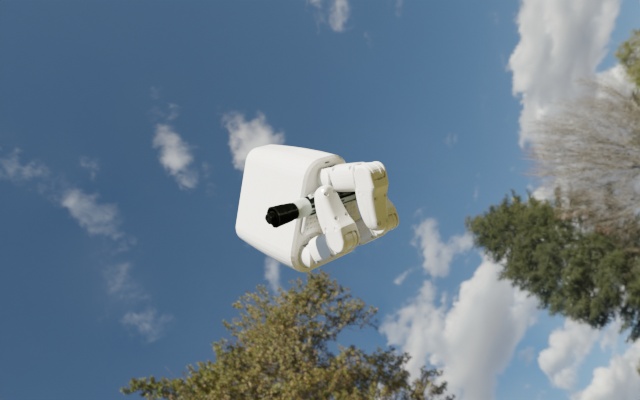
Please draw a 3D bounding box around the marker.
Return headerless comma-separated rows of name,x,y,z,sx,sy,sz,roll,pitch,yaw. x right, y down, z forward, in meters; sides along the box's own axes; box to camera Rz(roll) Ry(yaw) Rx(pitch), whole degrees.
marker,0.000,0.001,0.440,0.121,0.020,0.020,-18,12,-39
